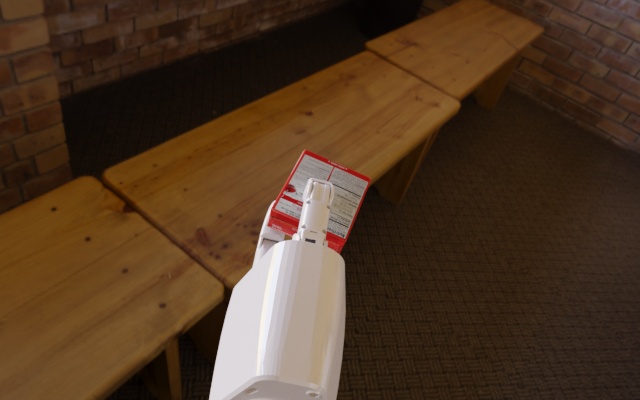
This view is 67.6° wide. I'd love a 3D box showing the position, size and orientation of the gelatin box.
[{"bbox_3d":[0.000,0.001,0.454,0.073,0.089,0.030,24,-39,3],"label":"gelatin box"}]
